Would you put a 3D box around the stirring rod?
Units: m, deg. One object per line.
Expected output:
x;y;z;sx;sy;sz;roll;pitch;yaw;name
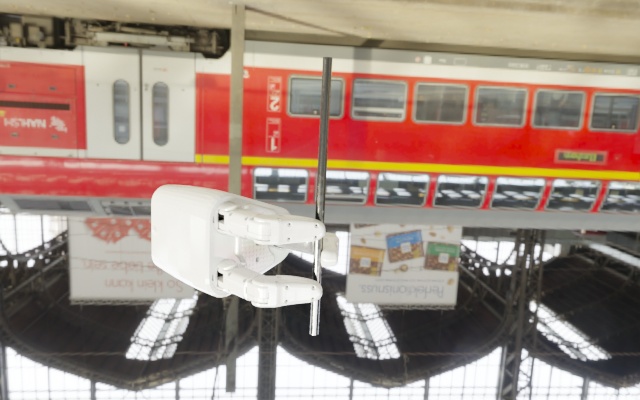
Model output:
0.000;0.001;0.411;0.011;0.239;0.011;3;9;0;stirring rod
